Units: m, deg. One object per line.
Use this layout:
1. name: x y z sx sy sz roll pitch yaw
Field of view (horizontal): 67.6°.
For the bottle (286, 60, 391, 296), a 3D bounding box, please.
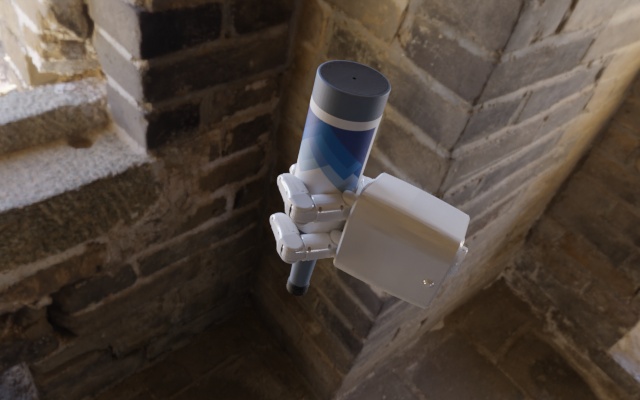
1. bottle: 0.000 0.001 0.511 0.069 0.296 0.069 9 40 -8
